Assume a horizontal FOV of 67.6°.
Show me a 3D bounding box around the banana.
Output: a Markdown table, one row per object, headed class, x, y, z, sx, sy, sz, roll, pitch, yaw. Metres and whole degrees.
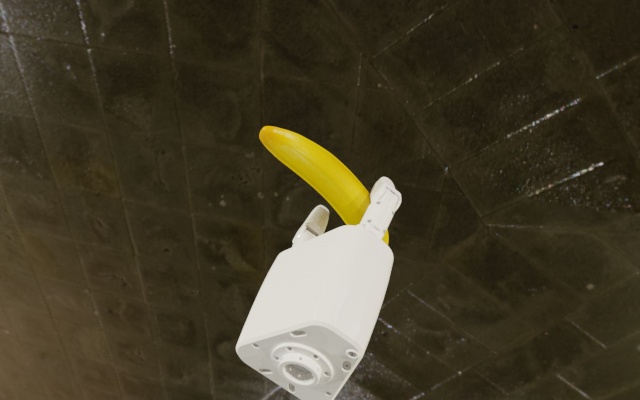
| class | x | y | z | sx | sy | sz | roll | pitch | yaw |
| --- | --- | --- | --- | --- | --- | --- | --- | --- | --- |
| banana | 0.017 | -0.001 | 0.480 | 0.069 | 0.198 | 0.037 | -18 | 30 | 34 |
